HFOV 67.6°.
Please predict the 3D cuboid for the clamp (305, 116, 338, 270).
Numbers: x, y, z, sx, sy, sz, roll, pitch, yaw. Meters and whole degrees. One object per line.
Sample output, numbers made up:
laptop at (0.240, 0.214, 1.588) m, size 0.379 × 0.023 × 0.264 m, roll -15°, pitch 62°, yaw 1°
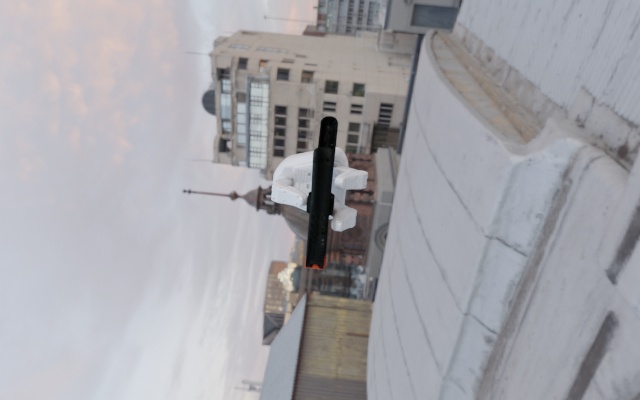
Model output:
clamp at (-0.001, 0.002, 0.631) m, size 0.036 × 0.210 × 0.164 m, roll 6°, pitch 16°, yaw 2°
